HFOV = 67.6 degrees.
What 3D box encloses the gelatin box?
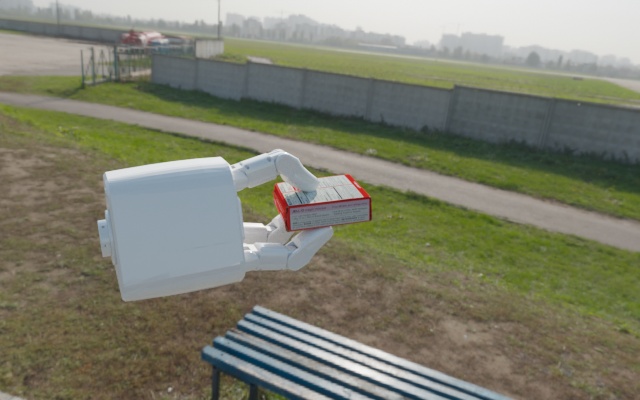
[{"bbox_3d":[0.000,0.001,0.497,0.089,0.030,0.073,-8,22,-12],"label":"gelatin box"}]
